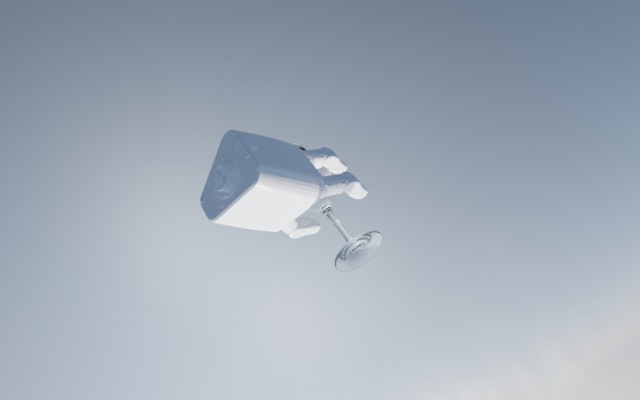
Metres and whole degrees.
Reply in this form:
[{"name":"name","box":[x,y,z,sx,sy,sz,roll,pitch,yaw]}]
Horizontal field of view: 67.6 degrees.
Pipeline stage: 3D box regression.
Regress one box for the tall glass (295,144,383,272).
[{"name":"tall glass","box":[0.001,0.003,0.676,0.079,0.079,0.201,0,41,-42]}]
